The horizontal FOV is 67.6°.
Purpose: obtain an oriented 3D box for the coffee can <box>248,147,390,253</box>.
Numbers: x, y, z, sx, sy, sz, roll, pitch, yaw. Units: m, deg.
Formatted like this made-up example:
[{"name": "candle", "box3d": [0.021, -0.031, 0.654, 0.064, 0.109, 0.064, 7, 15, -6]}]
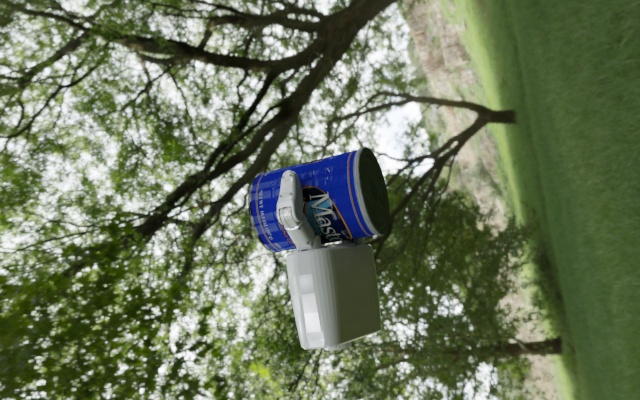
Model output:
[{"name": "coffee can", "box3d": [0.000, 0.002, 0.572, 0.140, 0.103, 0.103, -12, -5, 23]}]
